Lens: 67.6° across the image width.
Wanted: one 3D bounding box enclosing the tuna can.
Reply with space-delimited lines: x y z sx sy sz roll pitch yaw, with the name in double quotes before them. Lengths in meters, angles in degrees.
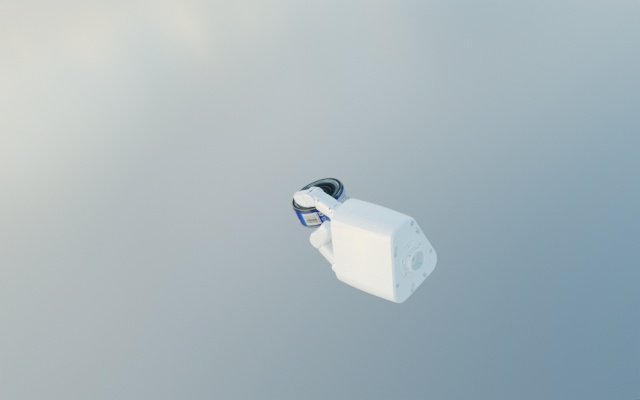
"tuna can" 0.000 0.002 0.731 0.086 0.034 0.086 -19 29 11
